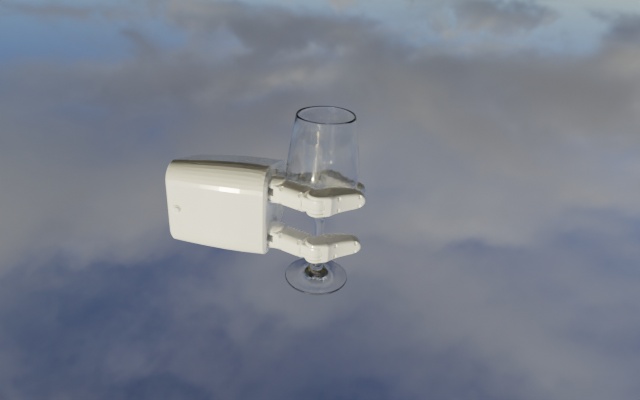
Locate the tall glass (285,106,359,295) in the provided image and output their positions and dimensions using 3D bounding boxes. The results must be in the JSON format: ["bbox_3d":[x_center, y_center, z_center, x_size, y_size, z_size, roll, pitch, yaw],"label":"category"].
[{"bbox_3d":[0.000,0.002,0.527,0.079,0.201,0.079,3,27,-2],"label":"tall glass"}]
